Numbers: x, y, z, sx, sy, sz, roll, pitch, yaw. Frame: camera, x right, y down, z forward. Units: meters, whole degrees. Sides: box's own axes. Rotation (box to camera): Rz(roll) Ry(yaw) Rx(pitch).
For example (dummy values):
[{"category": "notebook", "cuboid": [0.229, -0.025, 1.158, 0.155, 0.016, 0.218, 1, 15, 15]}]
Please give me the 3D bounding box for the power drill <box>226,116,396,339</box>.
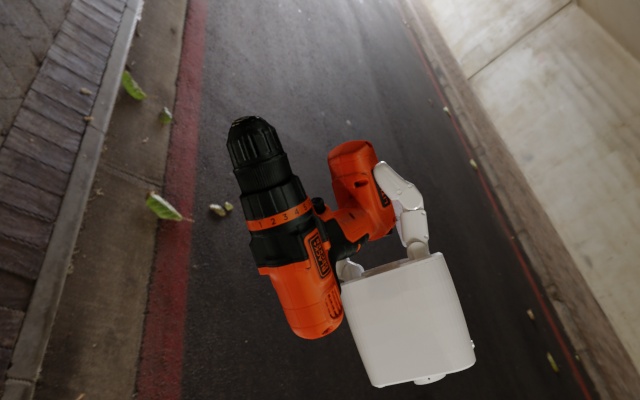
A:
[{"category": "power drill", "cuboid": [0.000, 0.002, 0.435, 0.057, 0.184, 0.187, -10, 14, 32]}]
